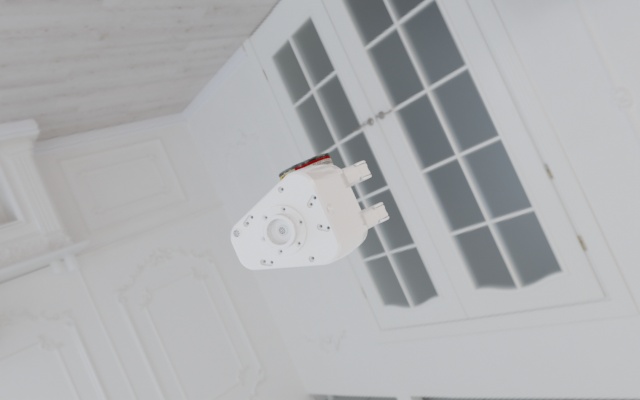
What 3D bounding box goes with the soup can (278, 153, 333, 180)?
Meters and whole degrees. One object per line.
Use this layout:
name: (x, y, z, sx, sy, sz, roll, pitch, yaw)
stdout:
soup can: (0.000, 0.002, 0.582, 0.068, 0.102, 0.068, -24, -2, -1)
